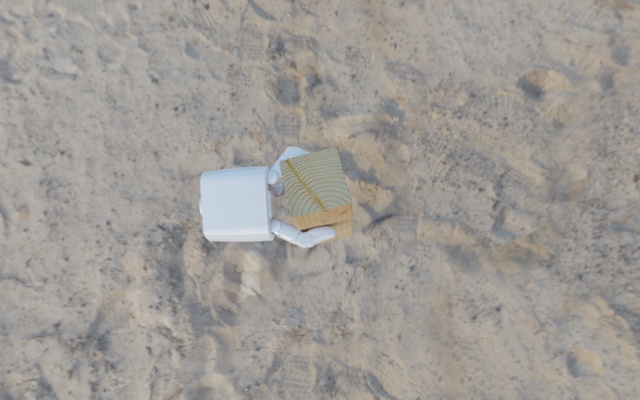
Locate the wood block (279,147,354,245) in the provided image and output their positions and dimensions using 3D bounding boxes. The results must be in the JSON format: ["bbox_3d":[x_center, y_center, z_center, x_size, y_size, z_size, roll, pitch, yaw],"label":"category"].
[{"bbox_3d":[0.000,0.003,0.775,0.090,0.090,0.206,-14,-17,1],"label":"wood block"}]
